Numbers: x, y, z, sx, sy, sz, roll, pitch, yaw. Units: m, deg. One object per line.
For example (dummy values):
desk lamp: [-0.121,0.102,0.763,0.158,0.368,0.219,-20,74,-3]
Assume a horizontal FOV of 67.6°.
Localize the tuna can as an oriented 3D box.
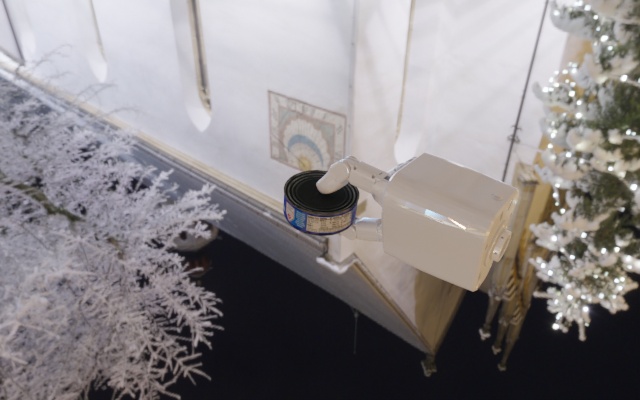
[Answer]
tuna can: [0.000,0.002,0.547,0.086,0.034,0.086,4,36,-3]
